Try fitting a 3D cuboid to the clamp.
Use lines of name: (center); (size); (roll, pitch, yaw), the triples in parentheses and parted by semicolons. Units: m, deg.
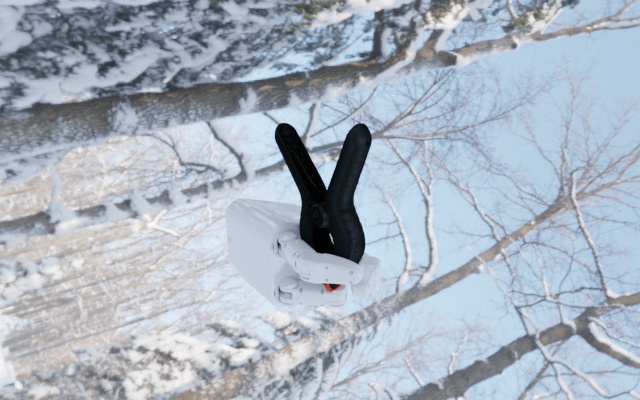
clamp: (0.001, 0.002, 0.465); (0.039, 0.171, 0.120); (-14, 25, -34)
